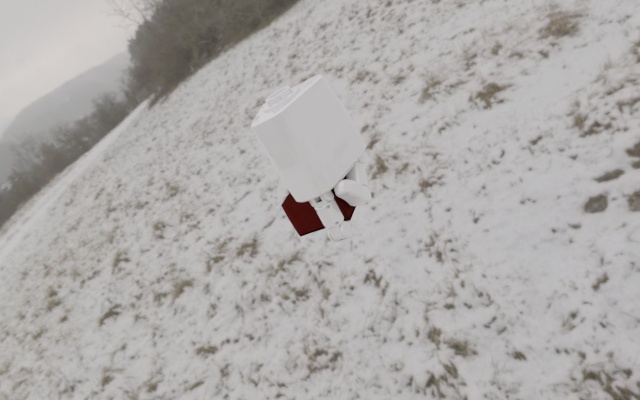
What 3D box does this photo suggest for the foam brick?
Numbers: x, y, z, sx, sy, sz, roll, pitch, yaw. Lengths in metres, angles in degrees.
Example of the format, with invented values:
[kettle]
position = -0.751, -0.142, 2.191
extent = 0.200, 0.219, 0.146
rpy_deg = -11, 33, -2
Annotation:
[foam brick]
position = 0.000, 0.002, 0.602
extent = 0.078, 0.051, 0.053
rpy_deg = -20, 24, 30
